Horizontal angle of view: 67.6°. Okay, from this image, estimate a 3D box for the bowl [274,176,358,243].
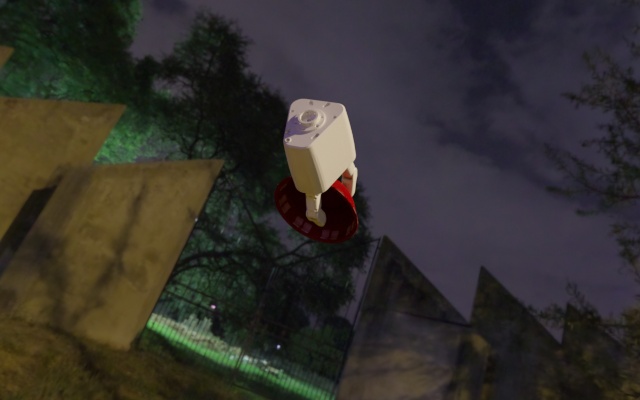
[{"bbox_3d":[0.000,0.003,0.861,0.162,0.162,0.055,0,41,31],"label":"bowl"}]
